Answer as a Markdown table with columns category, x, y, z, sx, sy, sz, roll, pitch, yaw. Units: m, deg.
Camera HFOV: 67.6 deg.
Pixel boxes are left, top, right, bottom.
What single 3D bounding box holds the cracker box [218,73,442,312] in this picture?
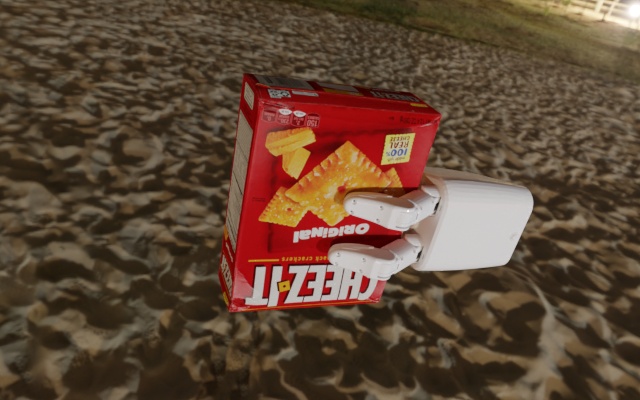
| category | x | y | z | sx | sy | sz | roll | pitch | yaw |
| --- | --- | --- | --- | --- | --- | --- | --- | --- | --- |
| cracker box | 0.000 | 0.001 | 0.449 | 0.164 | 0.214 | 0.072 | 1 | 29 | -21 |
